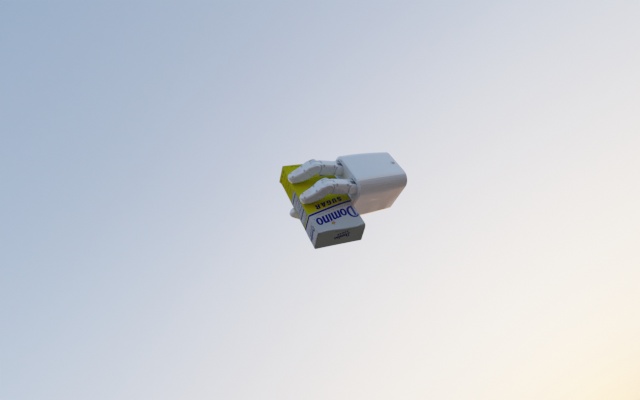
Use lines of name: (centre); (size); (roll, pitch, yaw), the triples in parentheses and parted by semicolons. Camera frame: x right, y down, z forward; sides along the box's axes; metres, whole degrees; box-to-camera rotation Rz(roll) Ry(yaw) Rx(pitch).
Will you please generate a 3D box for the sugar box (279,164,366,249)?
sugar box: (0.000, 0.002, 0.848); (0.093, 0.048, 0.176); (-9, 44, -25)
